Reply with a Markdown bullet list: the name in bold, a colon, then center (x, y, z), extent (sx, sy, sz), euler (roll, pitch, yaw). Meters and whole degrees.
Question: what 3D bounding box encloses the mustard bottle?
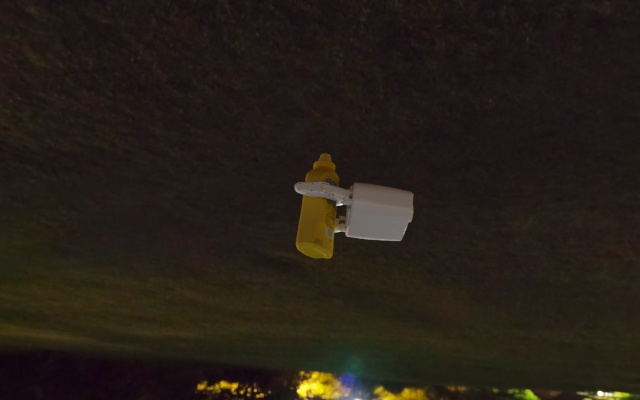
- **mustard bottle**: center (0.000, 0.003, 0.869), extent (0.058, 0.191, 0.096), euler (-2, -22, 23)
